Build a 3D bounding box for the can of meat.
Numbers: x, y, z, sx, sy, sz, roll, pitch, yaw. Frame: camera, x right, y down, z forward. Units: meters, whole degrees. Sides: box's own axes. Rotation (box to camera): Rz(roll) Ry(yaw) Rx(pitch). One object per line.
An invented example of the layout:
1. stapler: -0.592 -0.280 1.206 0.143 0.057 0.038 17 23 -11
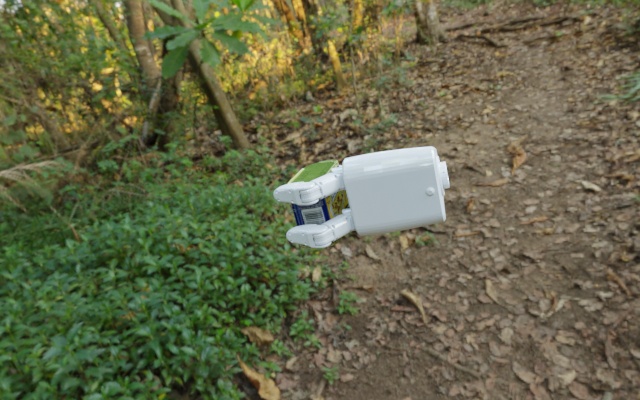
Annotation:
1. can of meat: 0.000 0.002 0.623 0.057 0.084 0.102 -7 20 20
